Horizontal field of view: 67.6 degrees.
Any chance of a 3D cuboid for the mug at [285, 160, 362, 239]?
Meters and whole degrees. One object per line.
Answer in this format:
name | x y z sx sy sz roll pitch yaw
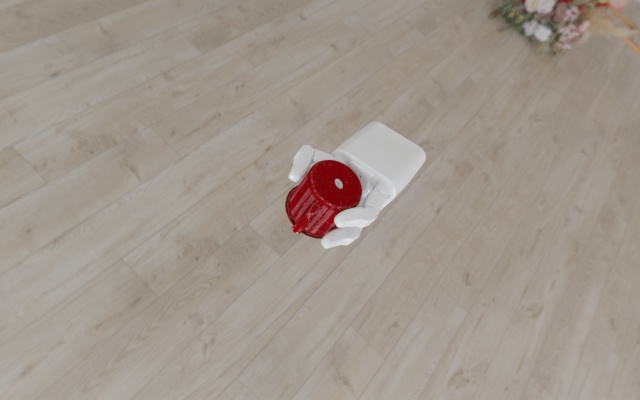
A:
mug | -0.001 0.003 0.667 0.117 0.093 0.081 -44 -4 -38
